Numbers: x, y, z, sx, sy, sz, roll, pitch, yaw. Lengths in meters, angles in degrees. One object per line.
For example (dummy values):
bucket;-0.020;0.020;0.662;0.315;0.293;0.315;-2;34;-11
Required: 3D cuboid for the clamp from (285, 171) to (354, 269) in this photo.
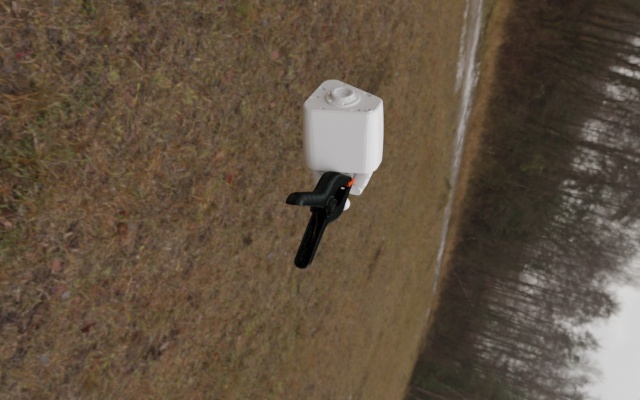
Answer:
clamp;0.001;0.002;0.691;0.039;0.120;0.171;14;46;19
